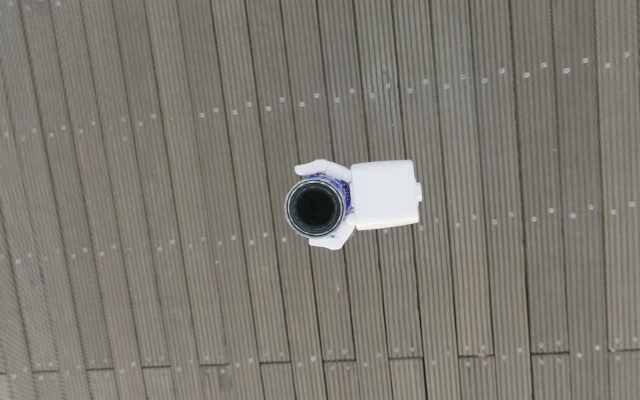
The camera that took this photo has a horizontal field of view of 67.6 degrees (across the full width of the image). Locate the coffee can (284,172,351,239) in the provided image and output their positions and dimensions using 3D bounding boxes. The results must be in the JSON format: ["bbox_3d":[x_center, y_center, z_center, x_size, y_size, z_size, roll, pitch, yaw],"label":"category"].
[{"bbox_3d":[0.000,0.003,0.853,0.103,0.103,0.140,0,9,8],"label":"coffee can"}]
